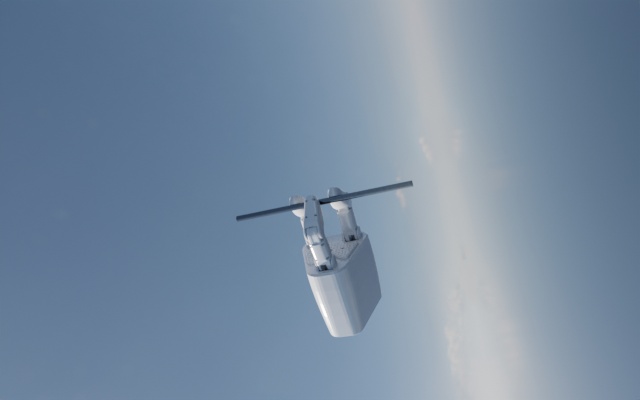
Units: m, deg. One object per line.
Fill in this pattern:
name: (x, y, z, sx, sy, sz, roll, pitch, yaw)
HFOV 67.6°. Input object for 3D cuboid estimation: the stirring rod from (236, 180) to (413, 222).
stirring rod: (0.000, 0.002, 0.622, 0.239, 0.011, 0.011, -12, -3, 15)
